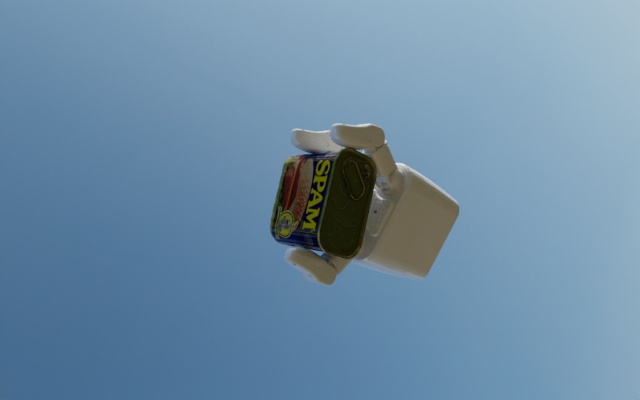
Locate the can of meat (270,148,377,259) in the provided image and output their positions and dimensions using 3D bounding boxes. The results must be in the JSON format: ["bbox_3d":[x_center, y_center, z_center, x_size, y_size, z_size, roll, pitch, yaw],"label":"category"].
[{"bbox_3d":[0.000,0.002,0.477,0.057,0.102,0.084,20,-11,-40],"label":"can of meat"}]
